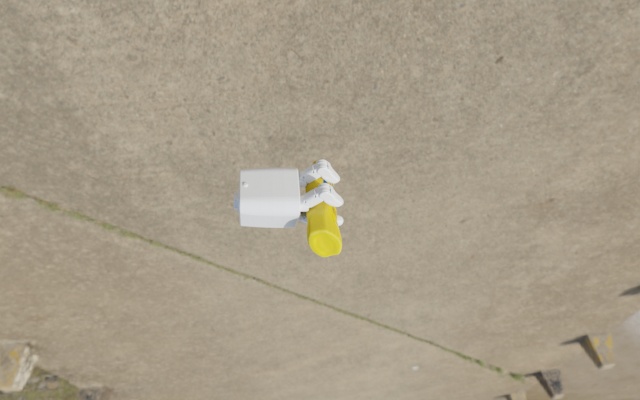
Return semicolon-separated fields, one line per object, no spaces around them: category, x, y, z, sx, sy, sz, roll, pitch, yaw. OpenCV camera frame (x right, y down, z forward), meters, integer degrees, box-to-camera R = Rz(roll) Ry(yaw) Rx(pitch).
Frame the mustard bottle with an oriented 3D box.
mustard bottle;0.001;0.003;0.896;0.058;0.191;0.096;-14;-36;11
